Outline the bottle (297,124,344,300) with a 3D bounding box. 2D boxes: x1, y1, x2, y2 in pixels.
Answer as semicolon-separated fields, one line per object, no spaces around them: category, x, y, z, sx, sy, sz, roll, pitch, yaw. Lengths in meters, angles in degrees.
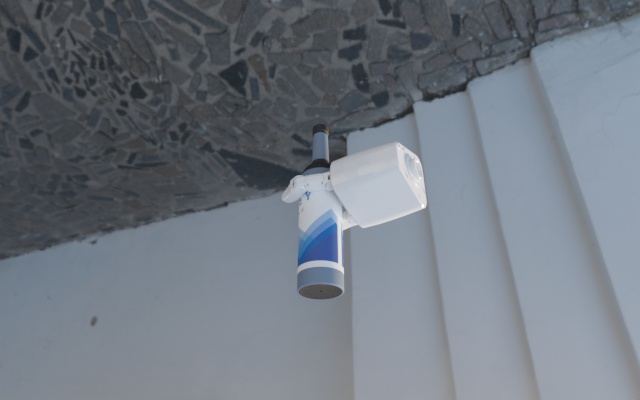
bottle;0.000;0.003;0.745;0.069;0.295;0.069;0;-31;0
